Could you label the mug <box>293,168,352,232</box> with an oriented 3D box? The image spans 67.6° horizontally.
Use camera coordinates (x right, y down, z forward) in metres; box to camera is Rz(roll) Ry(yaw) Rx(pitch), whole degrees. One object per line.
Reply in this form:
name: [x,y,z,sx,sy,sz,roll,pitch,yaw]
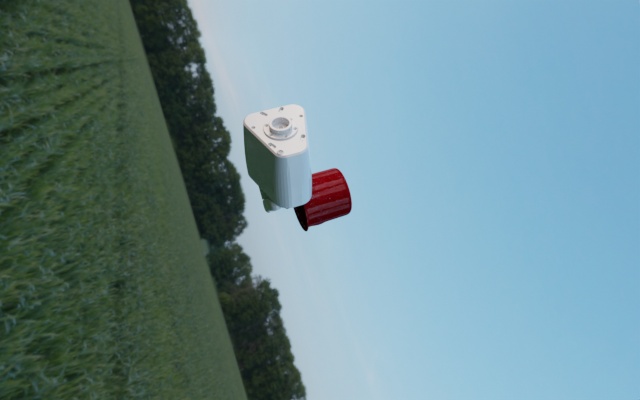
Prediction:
mug: [0.000,0.004,0.793,0.081,0.093,0.117,-17,-38,-14]
